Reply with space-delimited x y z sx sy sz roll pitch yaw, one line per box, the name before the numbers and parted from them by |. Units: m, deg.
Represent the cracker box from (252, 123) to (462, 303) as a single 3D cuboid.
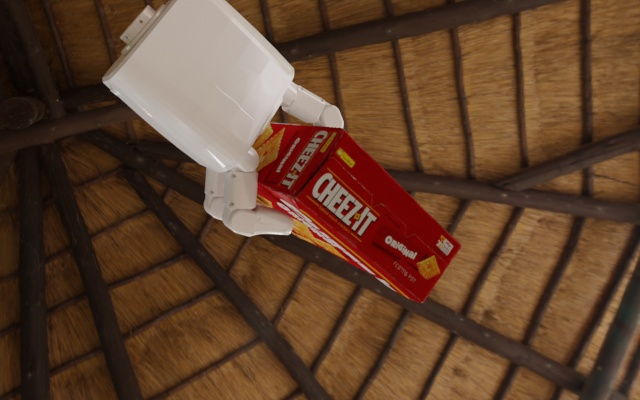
cracker box | 0.000 0.001 0.459 0.164 0.072 0.213 39 -9 -30
